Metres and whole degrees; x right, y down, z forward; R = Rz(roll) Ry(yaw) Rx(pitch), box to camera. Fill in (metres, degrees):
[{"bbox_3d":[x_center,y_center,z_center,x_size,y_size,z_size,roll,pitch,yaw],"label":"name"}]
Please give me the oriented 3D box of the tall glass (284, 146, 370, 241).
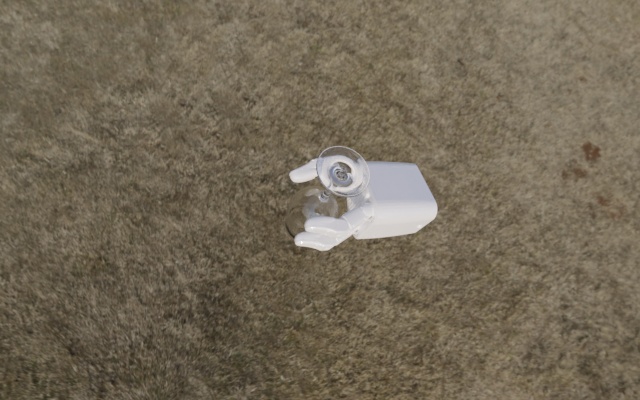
[{"bbox_3d":[0.000,0.002,0.700,0.079,0.079,0.201,0,-24,-20],"label":"tall glass"}]
